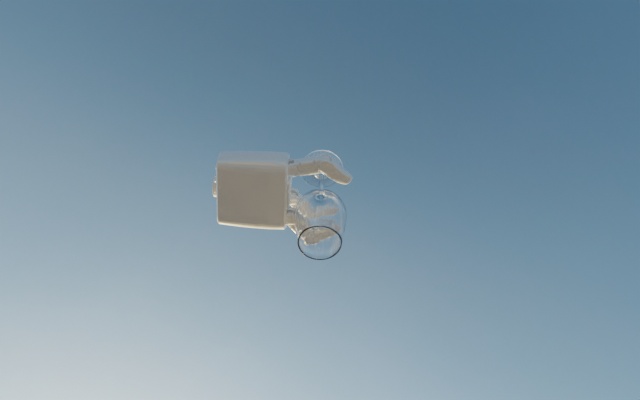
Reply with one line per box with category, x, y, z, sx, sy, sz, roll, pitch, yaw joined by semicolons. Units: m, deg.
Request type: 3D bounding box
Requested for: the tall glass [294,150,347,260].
tall glass;0.000;0.002;0.735;0.079;0.079;0.201;0;35;1
